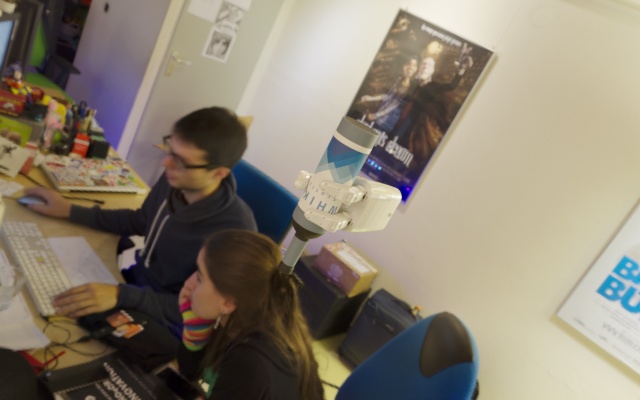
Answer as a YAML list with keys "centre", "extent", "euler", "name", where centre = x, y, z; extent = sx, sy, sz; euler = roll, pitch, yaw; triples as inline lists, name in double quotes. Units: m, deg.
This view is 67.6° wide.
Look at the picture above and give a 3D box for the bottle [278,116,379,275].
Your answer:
- centre: [0.000, 0.002, 0.817]
  extent: [0.069, 0.296, 0.069]
  euler: [25, 19, -9]
  name: "bottle"
